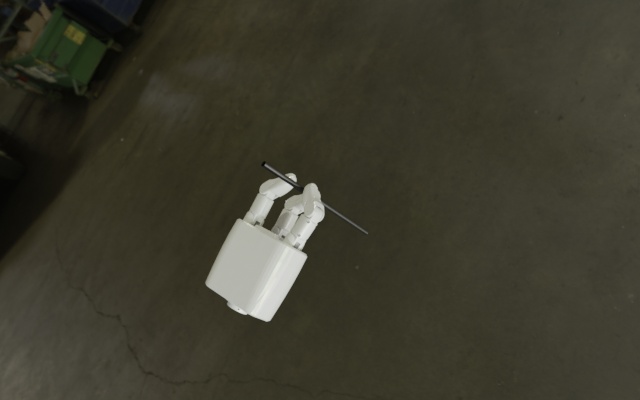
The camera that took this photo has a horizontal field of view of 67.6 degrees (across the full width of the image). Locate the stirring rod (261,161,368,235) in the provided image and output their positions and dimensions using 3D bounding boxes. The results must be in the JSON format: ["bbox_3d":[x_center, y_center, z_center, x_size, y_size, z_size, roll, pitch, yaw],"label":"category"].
[{"bbox_3d":[0.000,0.002,0.709,0.011,0.011,0.240,0,-25,44],"label":"stirring rod"}]
